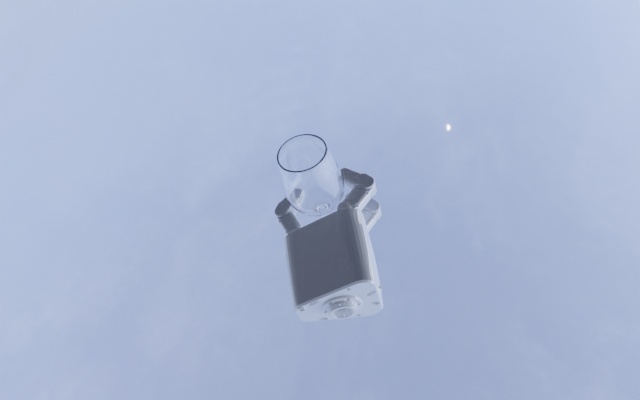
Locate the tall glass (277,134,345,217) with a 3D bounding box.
[{"bbox_3d":[0.000,0.002,0.643,0.079,0.079,0.201,0,-37,17],"label":"tall glass"}]
